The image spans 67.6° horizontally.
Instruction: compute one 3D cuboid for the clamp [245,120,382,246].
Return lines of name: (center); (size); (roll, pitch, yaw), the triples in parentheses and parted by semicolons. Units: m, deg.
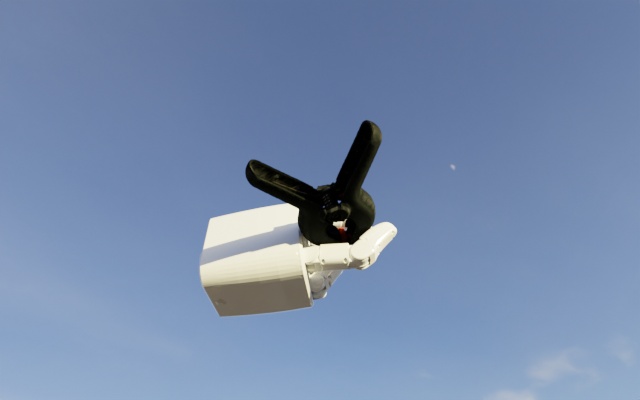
clamp: (0.000, 0.001, 0.459); (0.120, 0.039, 0.172); (-9, -42, 0)
